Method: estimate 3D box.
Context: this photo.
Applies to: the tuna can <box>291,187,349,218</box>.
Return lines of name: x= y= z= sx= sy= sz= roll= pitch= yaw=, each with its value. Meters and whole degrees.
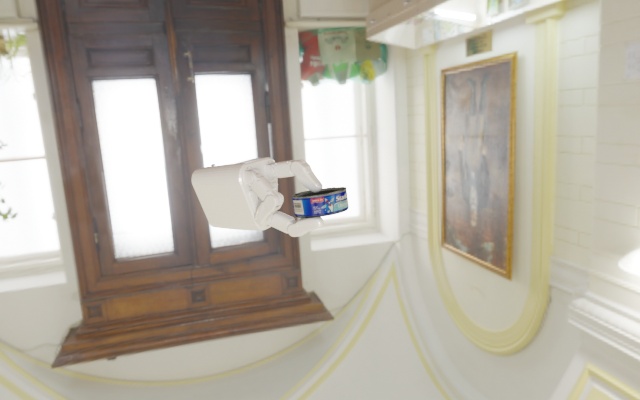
tuna can: x=0.000 y=0.003 z=0.731 sx=0.086 sy=0.034 sz=0.086 roll=-8 pitch=7 yaw=1
